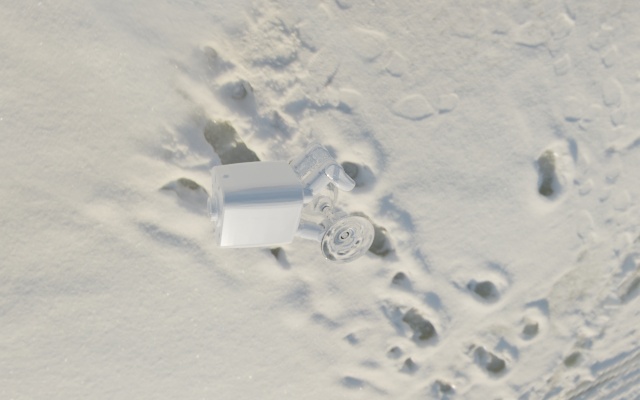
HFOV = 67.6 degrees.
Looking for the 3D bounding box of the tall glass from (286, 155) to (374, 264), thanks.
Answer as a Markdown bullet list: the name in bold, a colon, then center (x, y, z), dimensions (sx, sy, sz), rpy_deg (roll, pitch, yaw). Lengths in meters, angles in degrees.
- **tall glass**: center (0.000, 0.003, 0.687), dimensions (0.079, 0.079, 0.201), rpy_deg (0, 29, -24)
